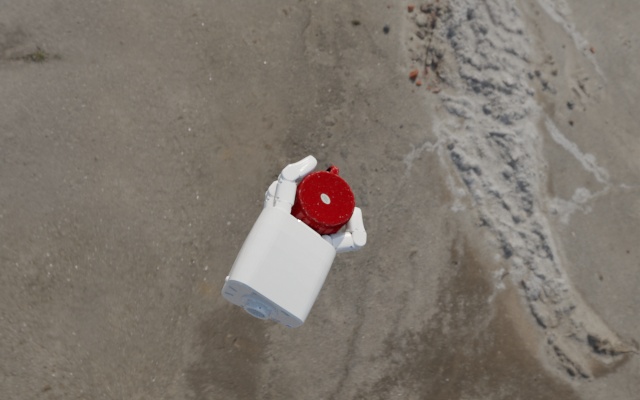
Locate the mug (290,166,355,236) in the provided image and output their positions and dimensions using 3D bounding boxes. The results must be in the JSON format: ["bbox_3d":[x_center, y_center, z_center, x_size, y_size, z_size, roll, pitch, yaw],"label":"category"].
[{"bbox_3d":[0.001,0.001,0.657,0.093,0.117,0.081,28,-30,-8],"label":"mug"}]
